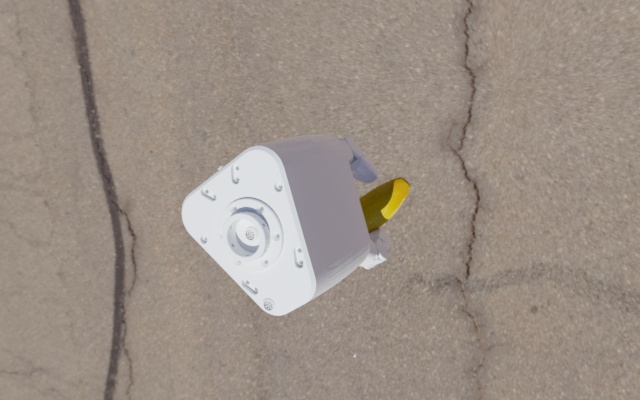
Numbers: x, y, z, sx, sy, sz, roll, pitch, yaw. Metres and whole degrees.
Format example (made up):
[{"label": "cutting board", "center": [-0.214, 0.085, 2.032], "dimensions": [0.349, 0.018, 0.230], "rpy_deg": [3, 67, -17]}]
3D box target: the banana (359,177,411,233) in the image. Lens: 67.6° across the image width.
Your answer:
[{"label": "banana", "center": [-0.001, 0.020, 0.498], "dimensions": [0.198, 0.069, 0.037], "rpy_deg": [-5, 3, 27]}]
